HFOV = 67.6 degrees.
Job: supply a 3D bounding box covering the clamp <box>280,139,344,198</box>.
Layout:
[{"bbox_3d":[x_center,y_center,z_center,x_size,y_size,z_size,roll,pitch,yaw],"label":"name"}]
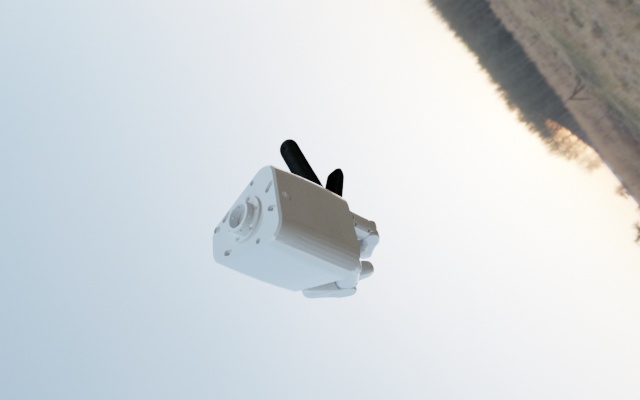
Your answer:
[{"bbox_3d":[0.000,0.002,0.588,0.120,0.171,0.039,27,-54,-38],"label":"clamp"}]
